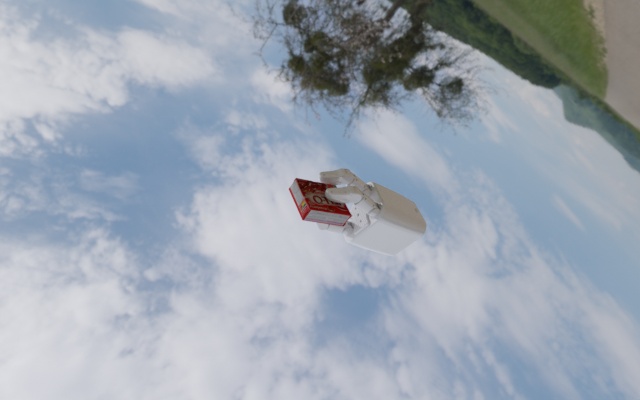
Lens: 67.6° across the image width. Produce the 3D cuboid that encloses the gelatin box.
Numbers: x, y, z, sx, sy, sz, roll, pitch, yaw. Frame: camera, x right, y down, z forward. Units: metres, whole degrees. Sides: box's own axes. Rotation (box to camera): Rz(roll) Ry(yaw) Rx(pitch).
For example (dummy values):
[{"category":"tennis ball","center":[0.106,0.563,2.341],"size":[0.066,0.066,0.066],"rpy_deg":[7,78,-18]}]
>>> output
[{"category":"gelatin box","center":[0.000,0.003,0.785],"size":[0.089,0.073,0.030],"rpy_deg":[10,-50,-36]}]
